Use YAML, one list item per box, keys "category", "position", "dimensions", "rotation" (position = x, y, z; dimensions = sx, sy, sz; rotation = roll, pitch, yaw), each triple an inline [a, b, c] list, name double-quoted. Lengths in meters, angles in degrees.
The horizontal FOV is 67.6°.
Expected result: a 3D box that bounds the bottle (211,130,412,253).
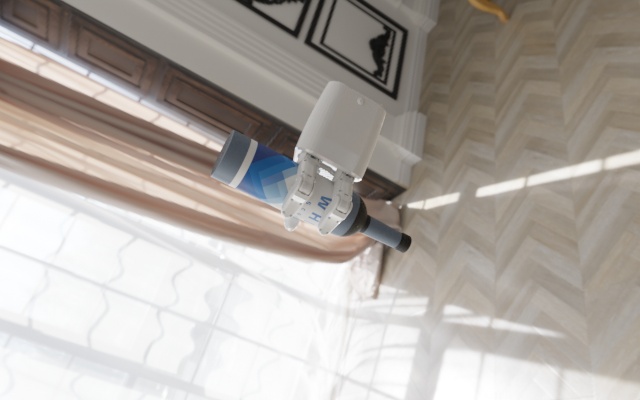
- category: "bottle"
  position: [0.000, 0.002, 0.652]
  dimensions: [0.296, 0.069, 0.069]
  rotation: [26, -9, -18]
